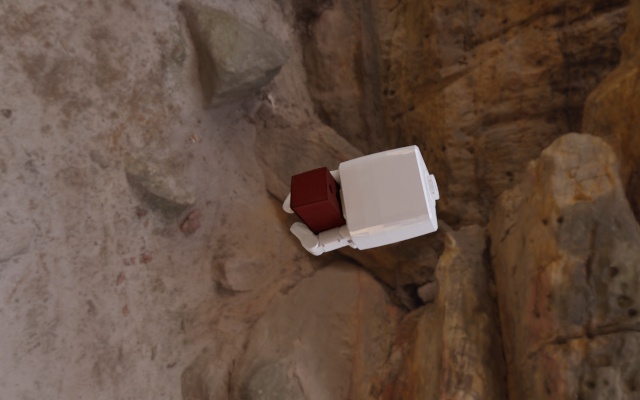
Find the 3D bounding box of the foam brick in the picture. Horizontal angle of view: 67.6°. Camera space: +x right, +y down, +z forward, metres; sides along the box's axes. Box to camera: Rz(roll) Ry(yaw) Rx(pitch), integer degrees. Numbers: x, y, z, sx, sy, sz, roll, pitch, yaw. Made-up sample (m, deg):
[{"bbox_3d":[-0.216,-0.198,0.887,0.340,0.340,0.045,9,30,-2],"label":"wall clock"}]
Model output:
[{"bbox_3d":[0.000,0.002,0.625,0.051,0.053,0.078,-15,-36,19],"label":"foam brick"}]
